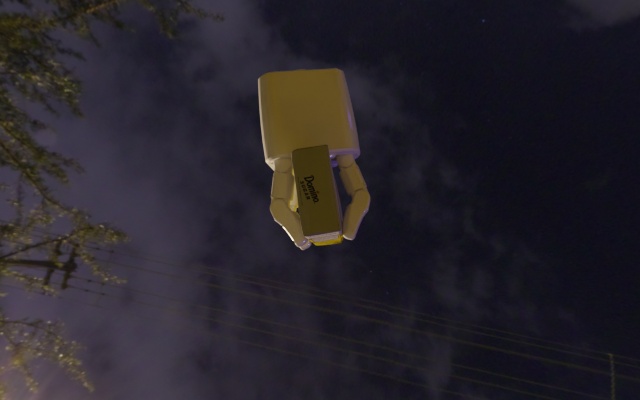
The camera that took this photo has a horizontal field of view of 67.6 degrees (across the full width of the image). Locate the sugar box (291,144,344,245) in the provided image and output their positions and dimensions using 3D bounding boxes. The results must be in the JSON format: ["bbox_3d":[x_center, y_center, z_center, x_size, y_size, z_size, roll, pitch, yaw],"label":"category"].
[{"bbox_3d":[0.000,0.002,0.565,0.048,0.093,0.176,-10,-10,5],"label":"sugar box"}]
